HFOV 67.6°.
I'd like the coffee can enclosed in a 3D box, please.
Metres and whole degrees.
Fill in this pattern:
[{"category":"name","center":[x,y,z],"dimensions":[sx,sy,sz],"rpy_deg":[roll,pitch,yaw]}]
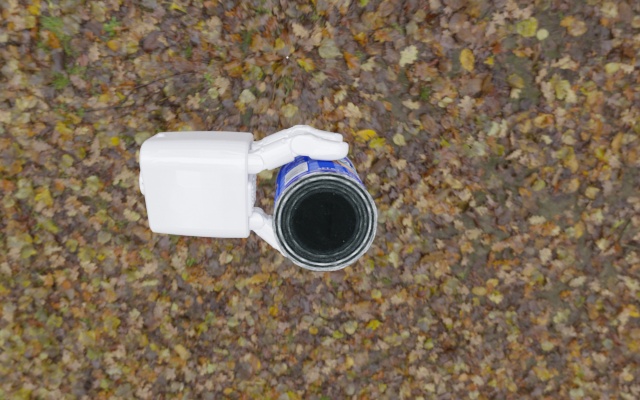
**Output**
[{"category":"coffee can","center":[0.000,0.002,0.525],"dimensions":[0.103,0.103,0.140],"rpy_deg":[0,17,-4]}]
